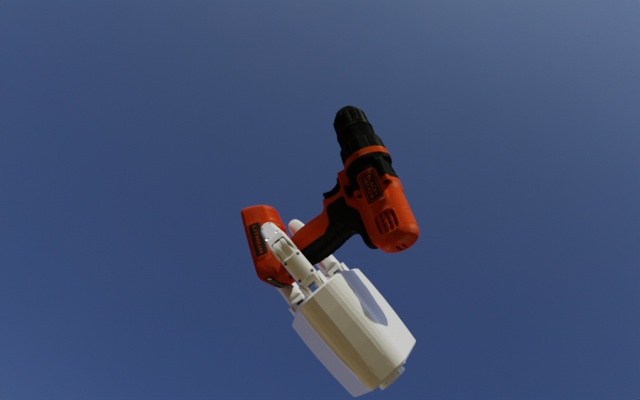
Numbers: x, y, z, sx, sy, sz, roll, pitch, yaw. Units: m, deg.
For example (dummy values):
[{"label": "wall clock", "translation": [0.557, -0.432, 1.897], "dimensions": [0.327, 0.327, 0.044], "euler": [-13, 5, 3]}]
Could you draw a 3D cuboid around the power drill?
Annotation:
[{"label": "power drill", "translation": [0.000, 0.002, 0.542], "dimensions": [0.188, 0.184, 0.057], "euler": [-31, -31, 20]}]
